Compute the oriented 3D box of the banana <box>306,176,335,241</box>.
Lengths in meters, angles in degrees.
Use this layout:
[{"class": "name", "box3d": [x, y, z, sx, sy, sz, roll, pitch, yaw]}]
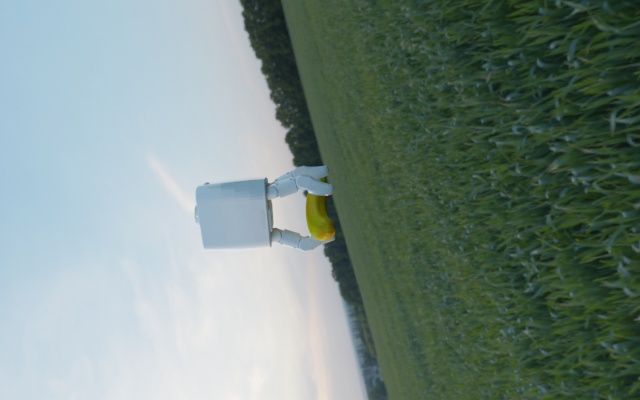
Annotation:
[{"class": "banana", "box3d": [-0.002, 0.017, 0.753, 0.037, 0.070, 0.197, 4, 30, -7]}]
